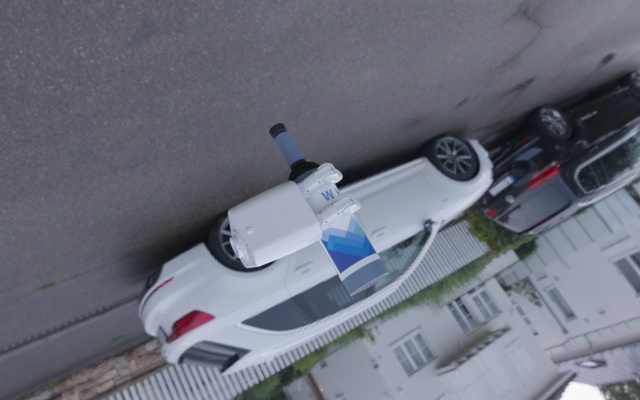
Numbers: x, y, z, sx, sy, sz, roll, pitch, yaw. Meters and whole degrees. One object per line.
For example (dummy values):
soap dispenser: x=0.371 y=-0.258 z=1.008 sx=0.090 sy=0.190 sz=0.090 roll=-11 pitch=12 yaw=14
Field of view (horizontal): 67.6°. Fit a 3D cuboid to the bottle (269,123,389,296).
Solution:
bottle: x=0.000 y=0.003 z=0.743 sx=0.069 sy=0.295 sz=0.069 roll=-28 pitch=-16 yaw=-9
